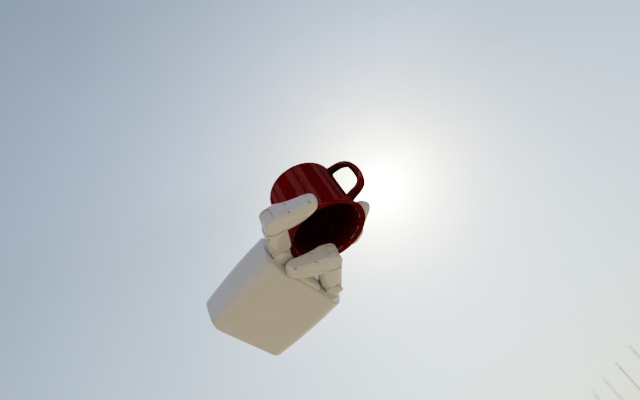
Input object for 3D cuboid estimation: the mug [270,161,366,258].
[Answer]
[{"bbox_3d":[0.001,0.001,0.543,0.093,0.117,0.081,29,20,-45],"label":"mug"}]
